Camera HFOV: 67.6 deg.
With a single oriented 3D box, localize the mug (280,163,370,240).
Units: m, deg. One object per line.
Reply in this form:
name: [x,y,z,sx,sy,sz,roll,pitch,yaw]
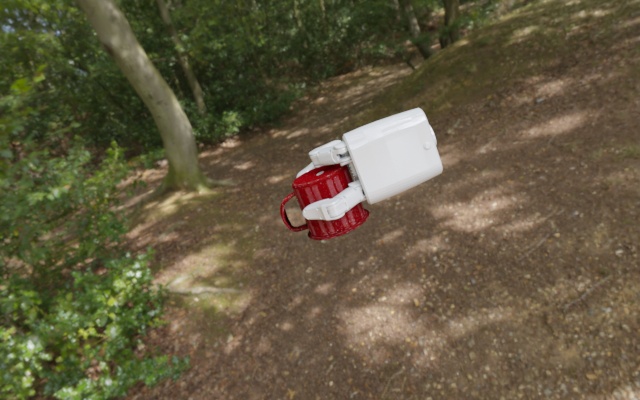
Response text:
mug: [-0.001,0.002,0.664,0.117,0.081,0.093,-22,15,2]
